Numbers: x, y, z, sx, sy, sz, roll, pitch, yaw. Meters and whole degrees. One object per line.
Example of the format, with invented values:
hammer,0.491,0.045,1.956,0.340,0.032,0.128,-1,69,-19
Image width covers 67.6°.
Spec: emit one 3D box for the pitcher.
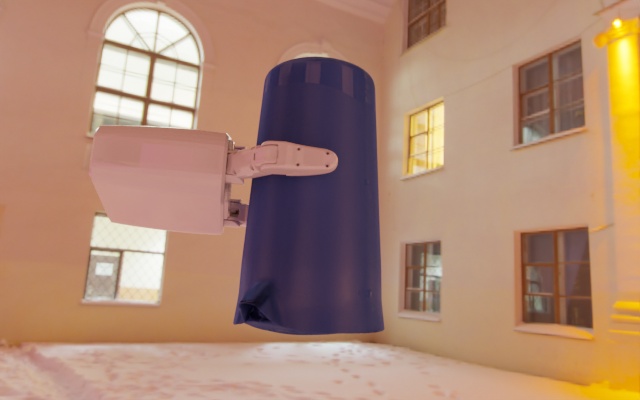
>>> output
pitcher,0.000,0.001,0.453,0.145,0.242,0.149,4,-11,-9
